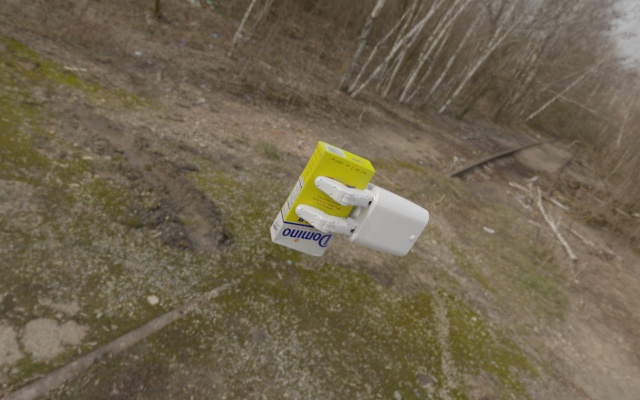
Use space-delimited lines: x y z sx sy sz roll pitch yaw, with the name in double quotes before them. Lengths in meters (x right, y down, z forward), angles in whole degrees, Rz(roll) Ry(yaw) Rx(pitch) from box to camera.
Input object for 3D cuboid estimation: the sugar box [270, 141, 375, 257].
"sugar box" 0.000 0.003 0.750 0.093 0.176 0.048 20 22 -22
